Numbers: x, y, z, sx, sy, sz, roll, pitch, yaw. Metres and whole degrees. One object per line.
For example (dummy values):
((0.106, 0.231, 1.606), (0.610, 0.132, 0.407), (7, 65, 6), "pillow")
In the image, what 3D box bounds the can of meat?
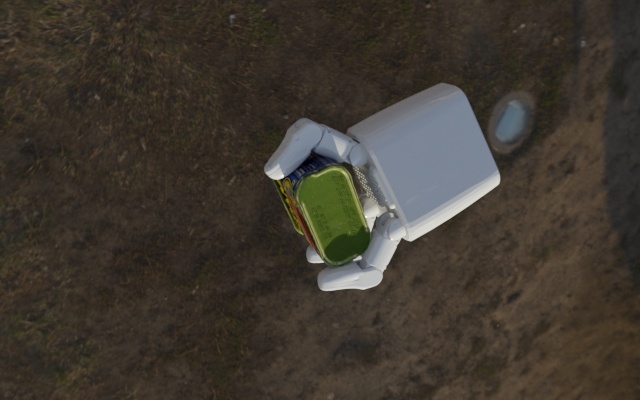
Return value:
((0.000, 0.002, 0.449), (0.057, 0.102, 0.084), (-27, 27, -10), "can of meat")
